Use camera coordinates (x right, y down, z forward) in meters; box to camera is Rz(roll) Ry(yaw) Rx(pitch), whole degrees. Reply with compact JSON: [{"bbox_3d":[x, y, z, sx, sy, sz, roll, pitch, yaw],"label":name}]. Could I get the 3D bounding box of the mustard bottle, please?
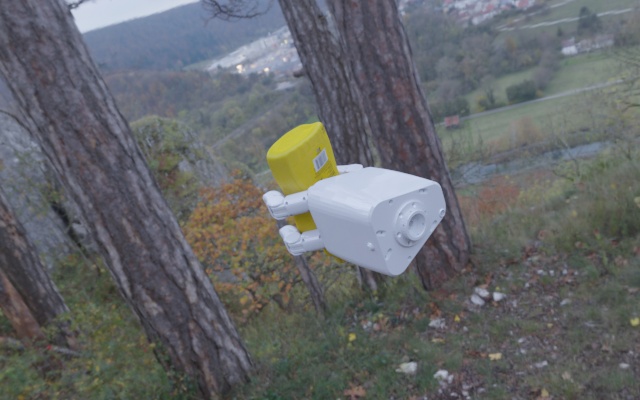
[{"bbox_3d":[0.000,0.002,0.626,0.058,0.192,0.096,-4,30,33],"label":"mustard bottle"}]
